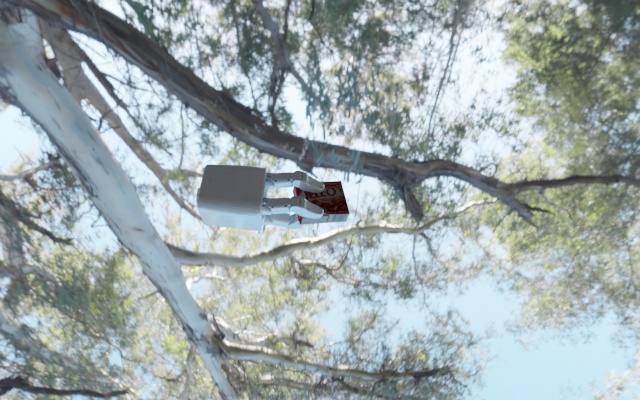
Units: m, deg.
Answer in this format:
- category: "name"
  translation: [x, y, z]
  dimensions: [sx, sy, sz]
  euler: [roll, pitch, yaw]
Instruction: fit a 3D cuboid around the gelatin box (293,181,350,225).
- category: "gelatin box"
  translation: [0.000, 0.003, 0.838]
  dimensions: [0.089, 0.073, 0.030]
  euler: [-3, -36, -14]
